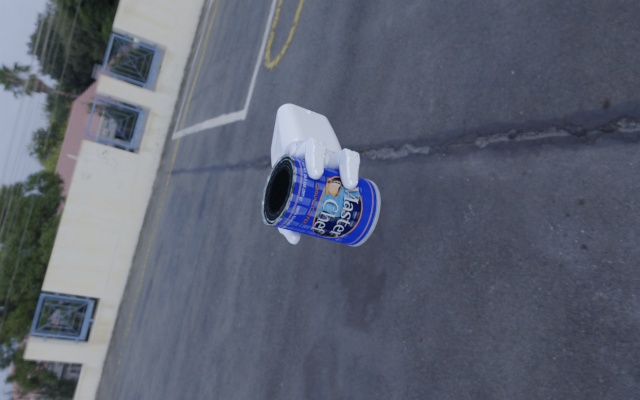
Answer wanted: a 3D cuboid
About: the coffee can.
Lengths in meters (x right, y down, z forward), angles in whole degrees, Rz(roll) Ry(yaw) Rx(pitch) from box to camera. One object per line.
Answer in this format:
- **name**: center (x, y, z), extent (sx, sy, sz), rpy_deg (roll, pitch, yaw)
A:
- **coffee can**: center (0.000, 0.002, 0.686), extent (0.140, 0.103, 0.103), rpy_deg (16, -7, -27)
